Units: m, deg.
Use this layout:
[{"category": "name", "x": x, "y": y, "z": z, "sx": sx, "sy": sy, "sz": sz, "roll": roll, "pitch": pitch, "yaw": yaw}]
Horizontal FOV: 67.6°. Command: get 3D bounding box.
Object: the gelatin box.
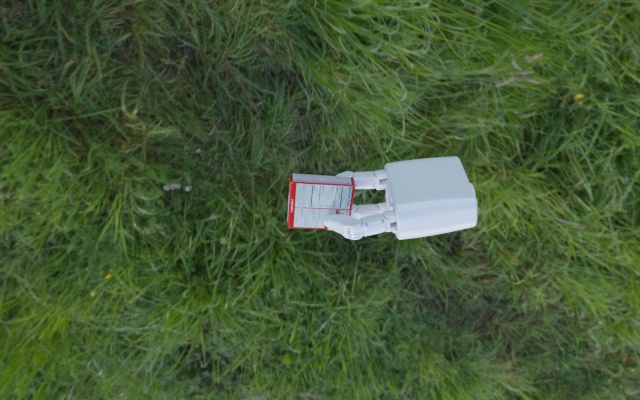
[{"category": "gelatin box", "x": 0.000, "y": 0.002, "z": 0.664, "sx": 0.089, "sy": 0.073, "sz": 0.030, "roll": 2, "pitch": 29, "yaw": -6}]
